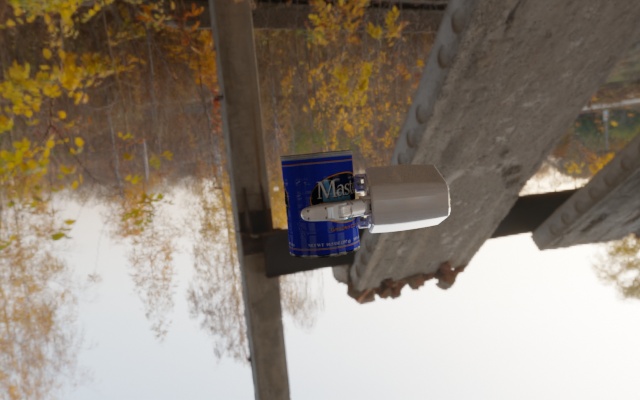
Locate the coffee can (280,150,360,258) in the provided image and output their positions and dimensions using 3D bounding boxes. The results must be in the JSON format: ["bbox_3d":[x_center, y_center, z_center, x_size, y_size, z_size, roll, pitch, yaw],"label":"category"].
[{"bbox_3d":[0.000,0.002,0.680,0.103,0.140,0.103,-5,5,0],"label":"coffee can"}]
